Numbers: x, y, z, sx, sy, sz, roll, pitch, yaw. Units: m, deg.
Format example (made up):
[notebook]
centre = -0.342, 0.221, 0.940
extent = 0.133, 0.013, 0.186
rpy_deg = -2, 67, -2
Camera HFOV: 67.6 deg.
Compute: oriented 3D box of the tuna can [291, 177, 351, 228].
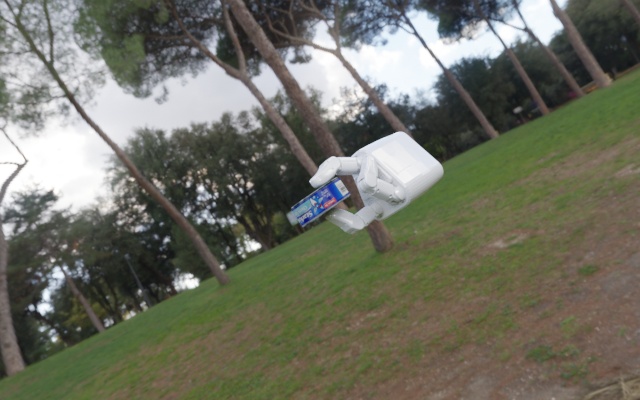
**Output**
[tuna can]
centre = 0.000, 0.002, 0.696
extent = 0.086, 0.034, 0.086
rpy_deg = -34, 0, 0
